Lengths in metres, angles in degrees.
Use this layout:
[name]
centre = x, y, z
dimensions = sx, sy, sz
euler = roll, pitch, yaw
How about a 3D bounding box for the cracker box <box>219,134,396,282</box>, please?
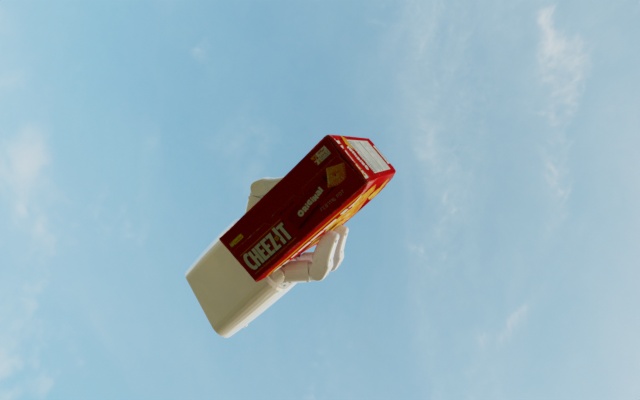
[cracker box]
centre = 0.000, 0.002, 0.576
dimensions = 0.164, 0.072, 0.213
euler = -43, -6, 16
